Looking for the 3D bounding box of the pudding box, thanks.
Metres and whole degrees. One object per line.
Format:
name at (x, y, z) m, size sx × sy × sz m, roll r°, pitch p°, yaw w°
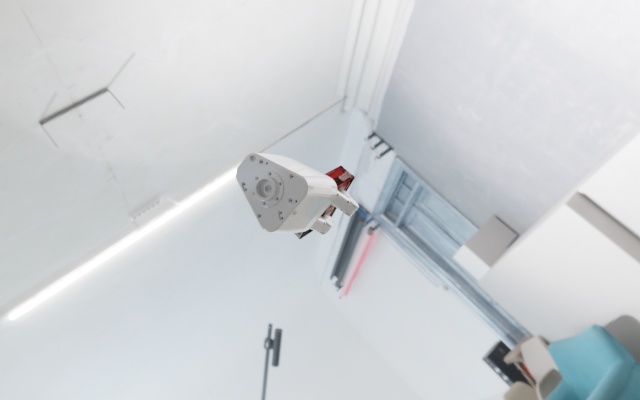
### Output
pudding box at (0.000, 0.003, 0.801) m, size 0.090 × 0.039 × 0.114 m, roll -29°, pitch -22°, yaw -45°
